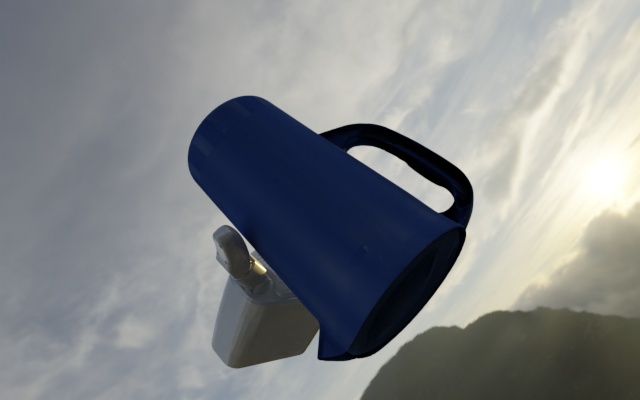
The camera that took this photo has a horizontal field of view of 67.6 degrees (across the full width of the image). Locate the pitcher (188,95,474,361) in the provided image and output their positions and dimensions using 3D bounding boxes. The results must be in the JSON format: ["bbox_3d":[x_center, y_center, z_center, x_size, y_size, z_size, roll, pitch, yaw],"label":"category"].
[{"bbox_3d":[0.000,0.002,0.421,0.242,0.145,0.149,40,37,28],"label":"pitcher"}]
